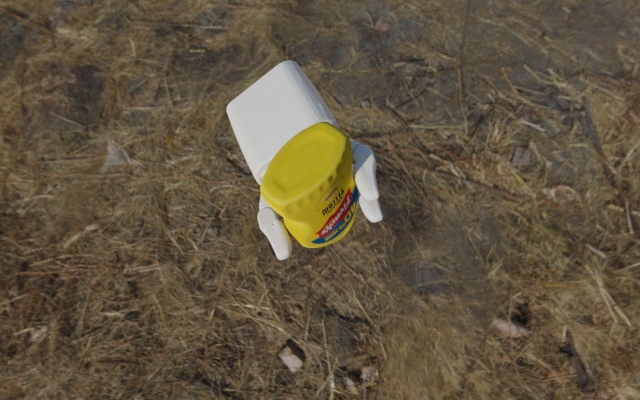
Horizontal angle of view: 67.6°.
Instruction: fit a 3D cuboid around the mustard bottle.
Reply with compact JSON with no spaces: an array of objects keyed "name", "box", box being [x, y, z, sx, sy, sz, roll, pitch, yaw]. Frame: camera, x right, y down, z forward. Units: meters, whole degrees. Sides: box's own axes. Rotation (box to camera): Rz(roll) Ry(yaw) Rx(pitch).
[{"name":"mustard bottle","box":[0.000,0.002,0.518,0.058,0.096,0.192,36,-13,22]}]
